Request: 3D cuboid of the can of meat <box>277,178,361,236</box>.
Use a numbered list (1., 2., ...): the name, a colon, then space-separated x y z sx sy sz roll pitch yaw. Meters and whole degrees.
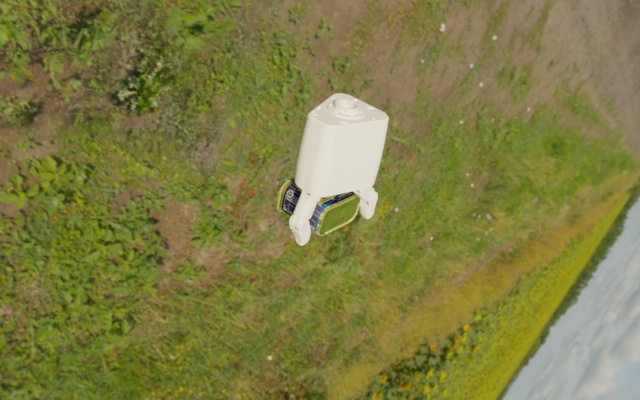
1. can of meat: 0.000 0.003 0.726 0.084 0.057 0.102 33 36 29
